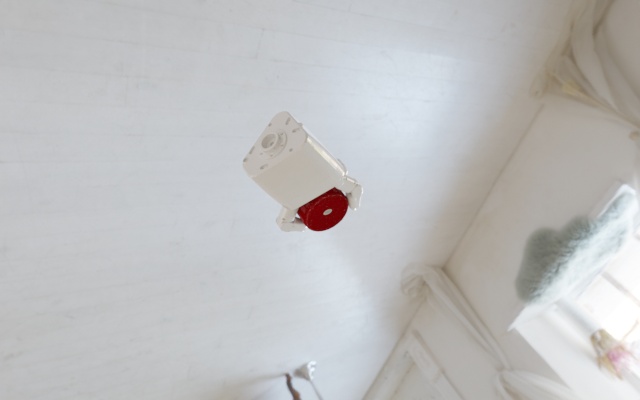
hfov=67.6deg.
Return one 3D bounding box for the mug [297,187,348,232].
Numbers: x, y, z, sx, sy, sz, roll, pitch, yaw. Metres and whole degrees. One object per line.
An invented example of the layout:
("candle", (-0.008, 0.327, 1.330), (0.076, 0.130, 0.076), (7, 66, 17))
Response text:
("mug", (0.001, 0.003, 0.806), (0.117, 0.093, 0.081), (39, 11, -48))
